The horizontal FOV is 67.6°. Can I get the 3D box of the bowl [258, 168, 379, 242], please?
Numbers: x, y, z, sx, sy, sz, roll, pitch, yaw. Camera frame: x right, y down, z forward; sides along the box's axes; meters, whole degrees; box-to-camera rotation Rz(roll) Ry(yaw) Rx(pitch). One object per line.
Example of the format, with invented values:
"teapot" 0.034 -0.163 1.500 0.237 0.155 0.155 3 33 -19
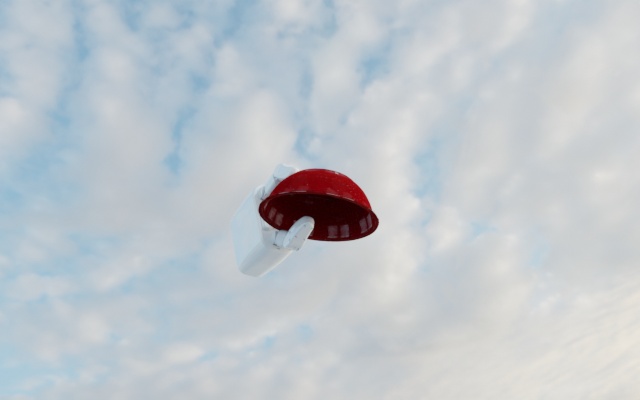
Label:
"bowl" 0.001 0.001 0.646 0.162 0.055 0.162 6 -25 3
